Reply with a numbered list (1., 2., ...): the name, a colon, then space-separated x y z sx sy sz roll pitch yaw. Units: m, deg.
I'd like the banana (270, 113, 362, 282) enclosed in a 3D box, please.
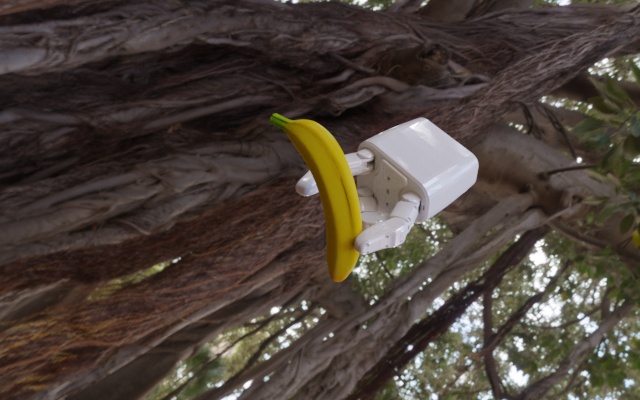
1. banana: 0.010 -0.001 0.490 0.037 0.198 0.069 -29 18 -32
